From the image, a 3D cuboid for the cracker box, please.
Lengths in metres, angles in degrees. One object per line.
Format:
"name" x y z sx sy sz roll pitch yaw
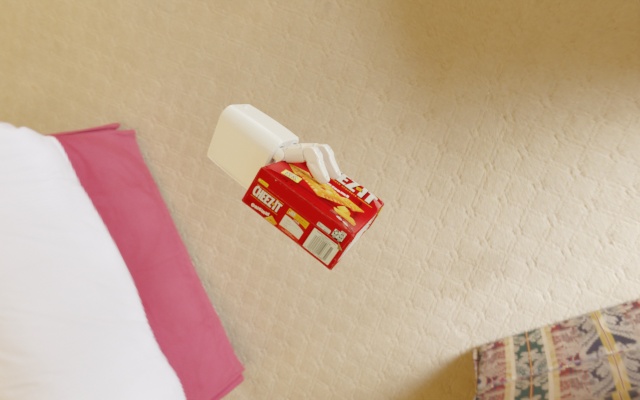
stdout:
"cracker box" 0.000 0.003 0.751 0.164 0.072 0.213 37 21 8
